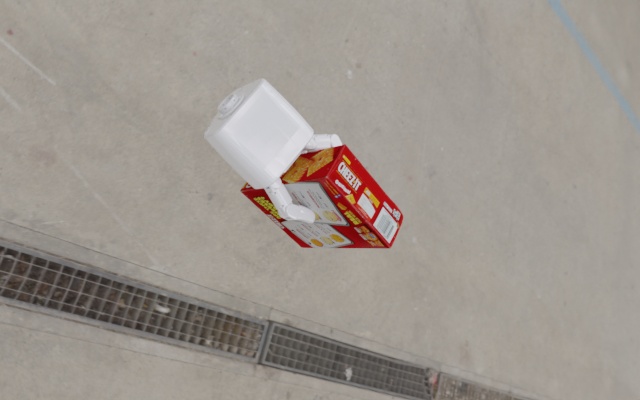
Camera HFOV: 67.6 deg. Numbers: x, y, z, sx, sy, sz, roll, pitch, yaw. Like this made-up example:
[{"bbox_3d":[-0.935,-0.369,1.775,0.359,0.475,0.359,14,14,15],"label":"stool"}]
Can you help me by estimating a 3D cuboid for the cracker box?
[{"bbox_3d":[0.000,0.003,0.758,0.214,0.072,0.164,-6,-43,49],"label":"cracker box"}]
